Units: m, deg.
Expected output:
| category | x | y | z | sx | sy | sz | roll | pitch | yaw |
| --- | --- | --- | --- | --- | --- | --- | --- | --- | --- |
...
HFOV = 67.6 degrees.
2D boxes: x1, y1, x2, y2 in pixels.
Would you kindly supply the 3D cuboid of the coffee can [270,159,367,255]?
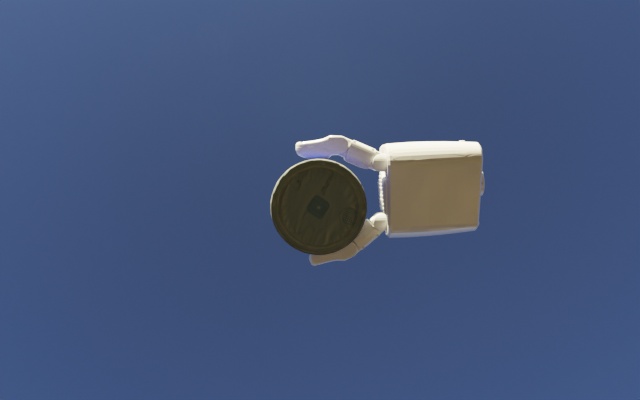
| category | x | y | z | sx | sy | sz | roll | pitch | yaw |
| --- | --- | --- | --- | --- | --- | --- | --- | --- | --- |
| coffee can | 0.000 | 0.002 | 0.573 | 0.103 | 0.103 | 0.140 | 0 | 5 | 2 |
